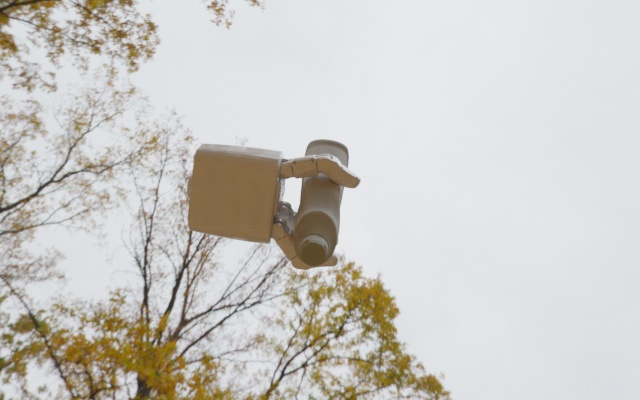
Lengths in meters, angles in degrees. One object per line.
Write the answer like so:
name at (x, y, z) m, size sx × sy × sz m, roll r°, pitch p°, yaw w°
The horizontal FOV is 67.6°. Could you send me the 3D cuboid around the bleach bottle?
bleach bottle at (0.000, 0.002, 0.620) m, size 0.068 × 0.103 × 0.250 m, roll 7°, pitch 23°, yaw 0°
